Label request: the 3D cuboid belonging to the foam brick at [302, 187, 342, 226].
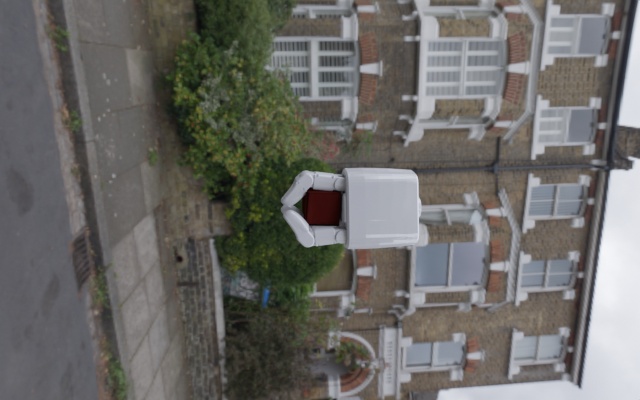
[{"bbox_3d":[0.000,0.002,0.723,0.051,0.053,0.078,0,18,-6],"label":"foam brick"}]
